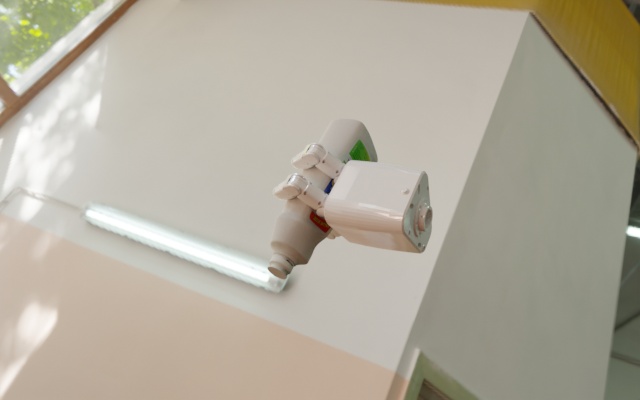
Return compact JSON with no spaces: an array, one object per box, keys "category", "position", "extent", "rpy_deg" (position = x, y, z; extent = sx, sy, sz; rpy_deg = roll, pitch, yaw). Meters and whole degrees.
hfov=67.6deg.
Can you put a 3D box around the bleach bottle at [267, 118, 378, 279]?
[{"category":"bleach bottle","position":[0.000,0.002,0.672],"extent":[0.068,0.250,0.103],"rpy_deg":[9,-35,31]}]
